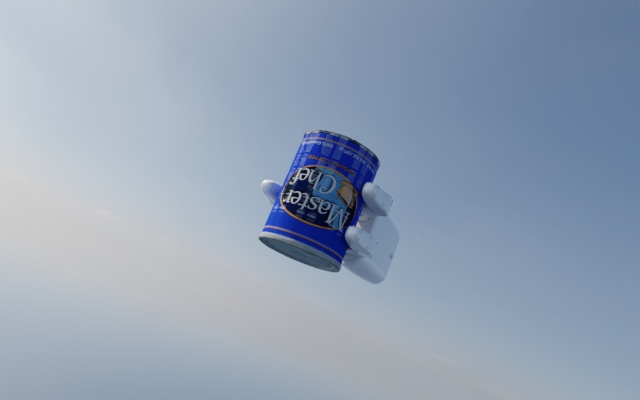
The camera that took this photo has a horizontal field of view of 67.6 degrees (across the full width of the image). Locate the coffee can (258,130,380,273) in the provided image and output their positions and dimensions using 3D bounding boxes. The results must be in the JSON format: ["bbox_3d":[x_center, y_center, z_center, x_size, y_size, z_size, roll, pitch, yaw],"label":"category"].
[{"bbox_3d":[0.000,0.002,0.573,0.103,0.140,0.103,21,-15,6],"label":"coffee can"}]
